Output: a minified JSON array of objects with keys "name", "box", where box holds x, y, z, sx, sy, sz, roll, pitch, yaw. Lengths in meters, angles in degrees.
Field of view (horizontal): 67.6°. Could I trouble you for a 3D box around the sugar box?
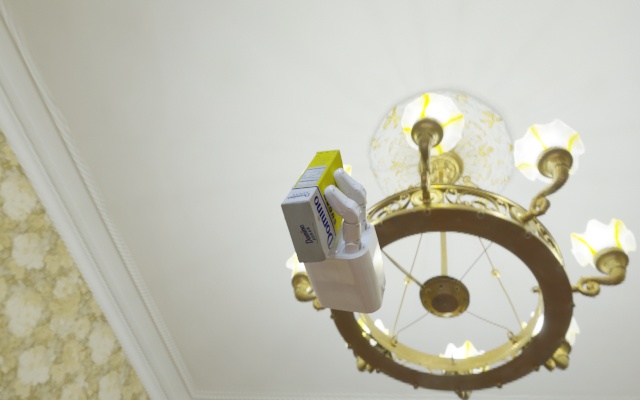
[{"name":"sugar box","box":[0.001,0.002,0.680,0.048,0.093,0.176,-7,26,17]}]
